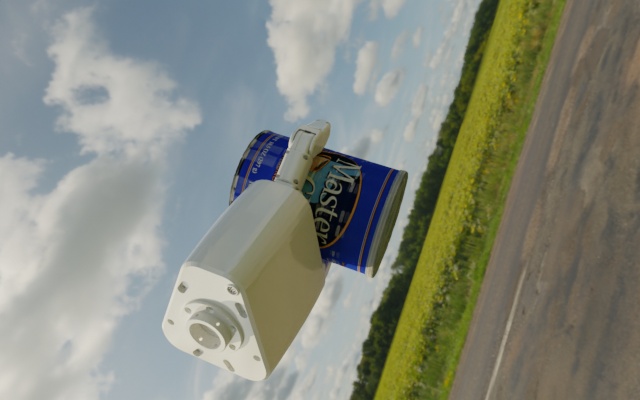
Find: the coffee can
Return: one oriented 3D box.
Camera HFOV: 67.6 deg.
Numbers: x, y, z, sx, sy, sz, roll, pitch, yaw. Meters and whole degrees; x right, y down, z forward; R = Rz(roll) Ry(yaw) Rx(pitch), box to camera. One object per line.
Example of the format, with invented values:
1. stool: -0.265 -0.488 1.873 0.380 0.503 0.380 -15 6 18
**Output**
1. coffee can: 0.000 0.001 0.452 0.140 0.103 0.103 18 4 13
